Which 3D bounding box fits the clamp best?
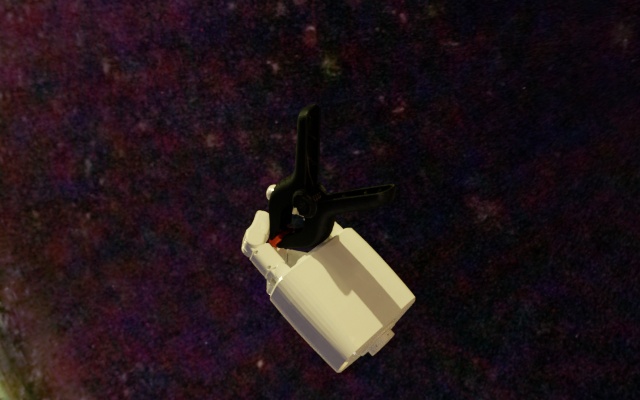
[{"bbox_3d":[0.000,0.002,0.488,0.120,0.172,0.039,45,44,20],"label":"clamp"}]
